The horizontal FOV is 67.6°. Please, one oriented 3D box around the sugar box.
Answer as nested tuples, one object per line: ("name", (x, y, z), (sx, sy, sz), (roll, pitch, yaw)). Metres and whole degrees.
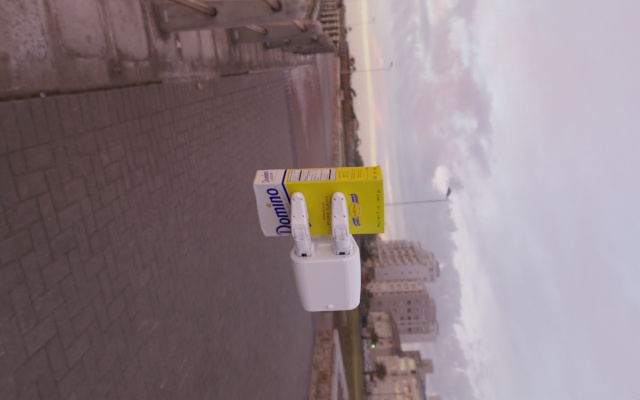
("sugar box", (0.000, 0.003, 0.668), (0.176, 0.093, 0.048), (-4, 34, 4))
